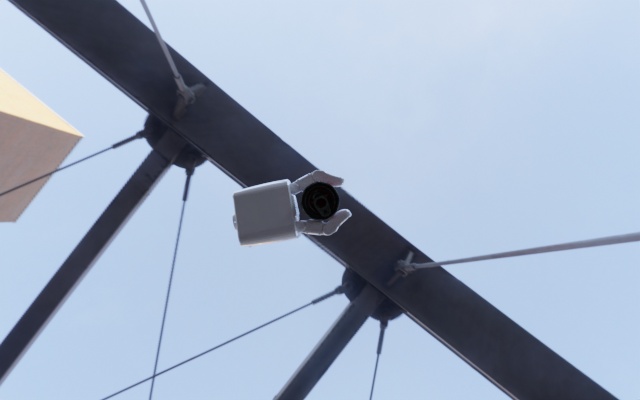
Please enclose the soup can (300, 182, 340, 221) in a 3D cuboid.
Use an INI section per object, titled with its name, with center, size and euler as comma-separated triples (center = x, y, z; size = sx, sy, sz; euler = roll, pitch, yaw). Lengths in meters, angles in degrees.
[soup can]
center = 0.001, 0.003, 0.872
size = 0.068, 0.068, 0.102
euler = 0, -2, 1
